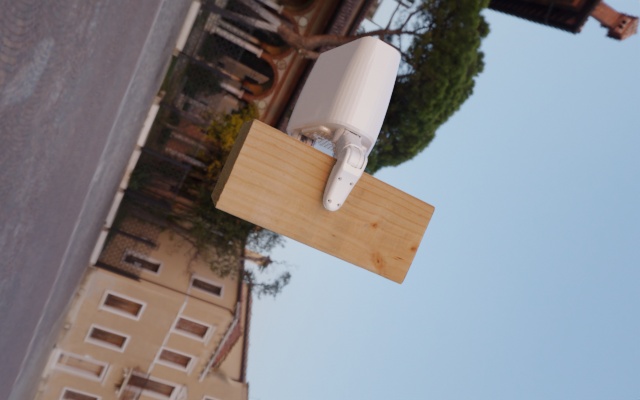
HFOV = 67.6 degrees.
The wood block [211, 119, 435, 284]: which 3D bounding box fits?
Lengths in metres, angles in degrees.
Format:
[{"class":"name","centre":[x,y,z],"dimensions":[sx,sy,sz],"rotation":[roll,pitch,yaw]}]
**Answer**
[{"class":"wood block","centre":[0.000,0.001,0.502],"dimensions":[0.206,0.090,0.091],"rotation":[24,0,-16]}]
